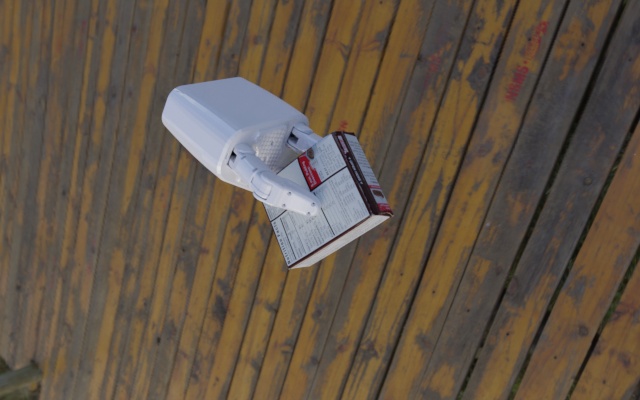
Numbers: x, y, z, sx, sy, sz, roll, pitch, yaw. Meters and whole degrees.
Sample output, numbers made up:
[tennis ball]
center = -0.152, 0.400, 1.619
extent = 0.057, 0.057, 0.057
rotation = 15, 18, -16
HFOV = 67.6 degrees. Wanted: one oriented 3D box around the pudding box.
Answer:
[pudding box]
center = 0.000, 0.001, 0.449
extent = 0.113, 0.090, 0.039
rotation = -35, -20, 34
